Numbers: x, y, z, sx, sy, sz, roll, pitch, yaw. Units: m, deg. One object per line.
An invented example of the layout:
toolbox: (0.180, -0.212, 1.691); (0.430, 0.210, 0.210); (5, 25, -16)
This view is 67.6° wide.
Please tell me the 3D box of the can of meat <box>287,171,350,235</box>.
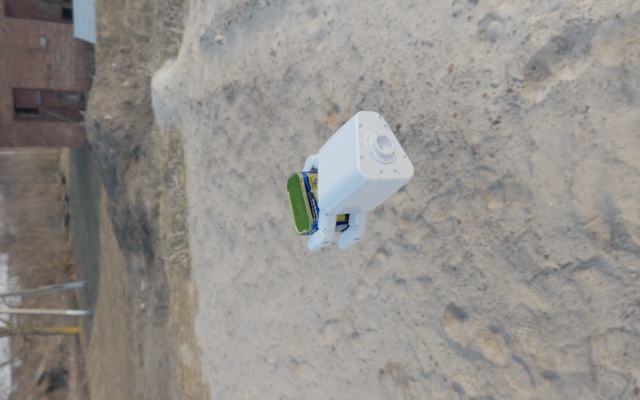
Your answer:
can of meat: (0.000, 0.002, 0.744); (0.084, 0.102, 0.057); (-4, -19, -32)
